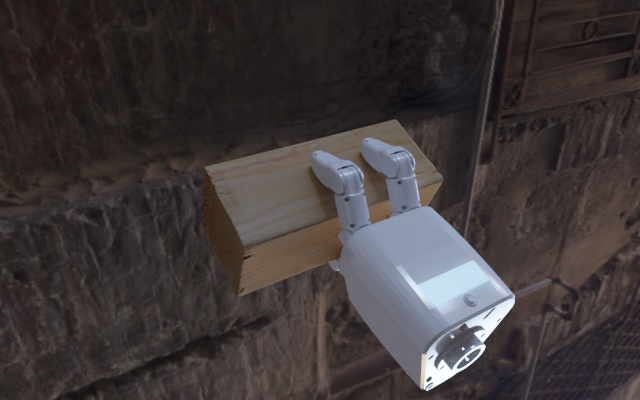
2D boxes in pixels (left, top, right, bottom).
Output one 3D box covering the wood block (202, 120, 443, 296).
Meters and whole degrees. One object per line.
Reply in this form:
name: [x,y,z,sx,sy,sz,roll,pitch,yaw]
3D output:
wood block: [0.000,0.002,0.462,0.206,0.090,0.091,-17,-31,-26]
